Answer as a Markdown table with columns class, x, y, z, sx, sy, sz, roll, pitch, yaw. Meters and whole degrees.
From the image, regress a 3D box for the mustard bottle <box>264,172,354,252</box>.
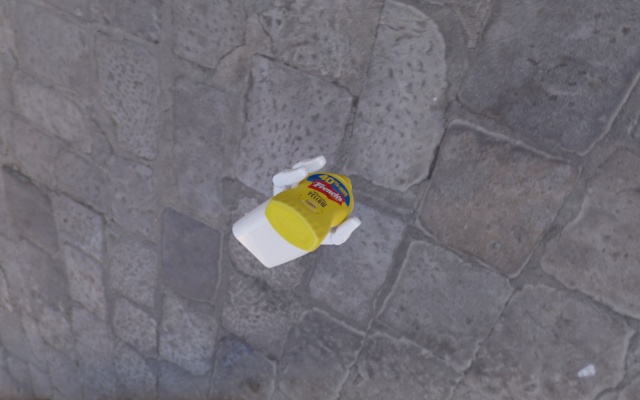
| class | x | y | z | sx | sy | sz | roll | pitch | yaw |
| --- | --- | --- | --- | --- | --- | --- | --- | --- | --- |
| mustard bottle | 0.000 | 0.002 | 0.760 | 0.096 | 0.058 | 0.191 | 39 | 35 | 9 |
